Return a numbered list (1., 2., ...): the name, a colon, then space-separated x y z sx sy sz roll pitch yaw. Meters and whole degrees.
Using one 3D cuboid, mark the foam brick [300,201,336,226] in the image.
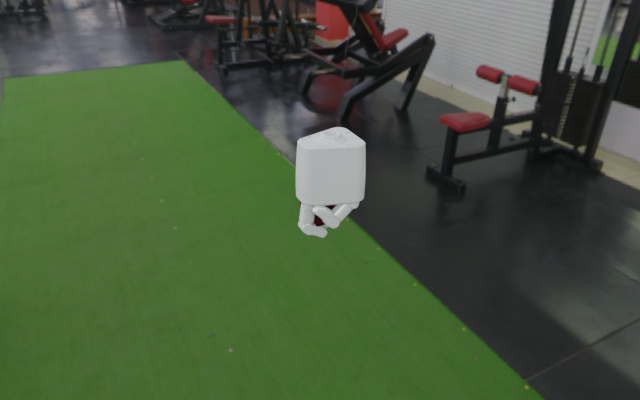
1. foam brick: 0.000 0.003 0.876 0.053 0.051 0.078 -13 33 -22
